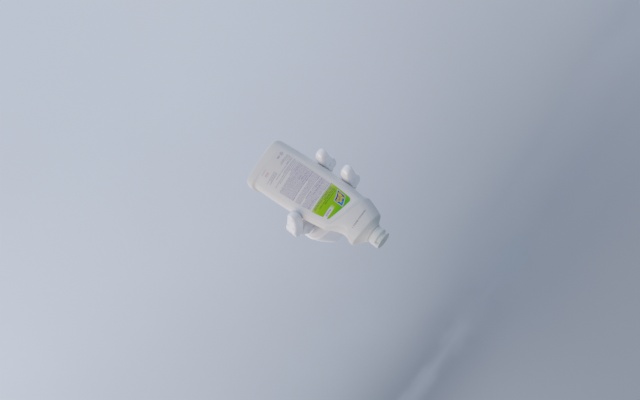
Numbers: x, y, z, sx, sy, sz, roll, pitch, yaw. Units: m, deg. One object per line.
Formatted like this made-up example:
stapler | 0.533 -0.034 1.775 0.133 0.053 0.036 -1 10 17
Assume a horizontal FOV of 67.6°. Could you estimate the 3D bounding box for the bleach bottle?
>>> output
bleach bottle | 0.000 0.002 0.795 0.250 0.102 0.068 36 5 22
